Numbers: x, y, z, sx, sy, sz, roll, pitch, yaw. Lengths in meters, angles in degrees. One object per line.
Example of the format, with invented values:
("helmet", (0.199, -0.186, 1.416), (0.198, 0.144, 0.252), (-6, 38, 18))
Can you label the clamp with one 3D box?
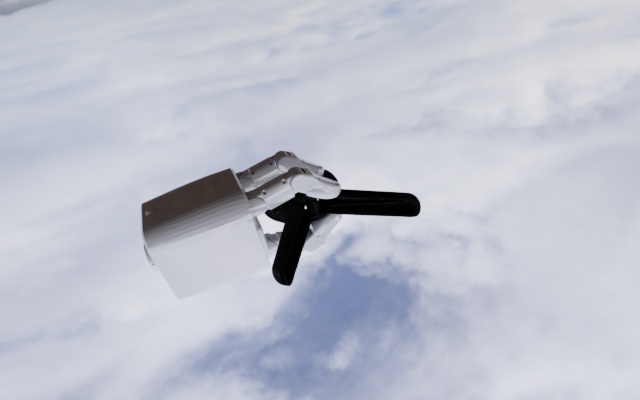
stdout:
("clamp", (0.000, 0.002, 0.537), (0.164, 0.036, 0.210), (-22, 31, -10))
